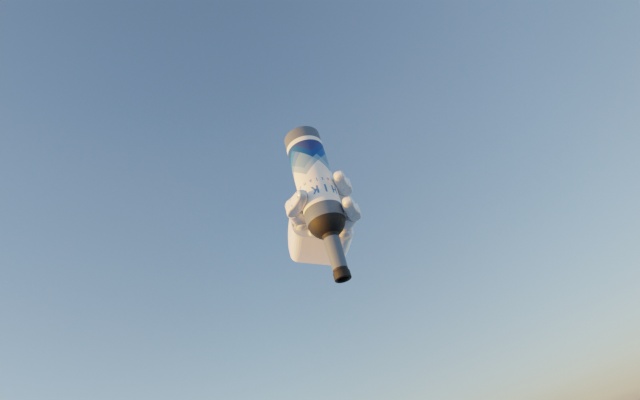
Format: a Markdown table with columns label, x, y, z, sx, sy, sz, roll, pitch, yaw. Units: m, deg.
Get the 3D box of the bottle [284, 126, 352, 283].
| label | x | y | z | sx | sy | sz | roll | pitch | yaw |
| --- | --- | --- | --- | --- | --- | --- | --- | --- | --- |
| bottle | 0.000 | 0.002 | 0.815 | 0.069 | 0.295 | 0.069 | -12 | -32 | -8 |
